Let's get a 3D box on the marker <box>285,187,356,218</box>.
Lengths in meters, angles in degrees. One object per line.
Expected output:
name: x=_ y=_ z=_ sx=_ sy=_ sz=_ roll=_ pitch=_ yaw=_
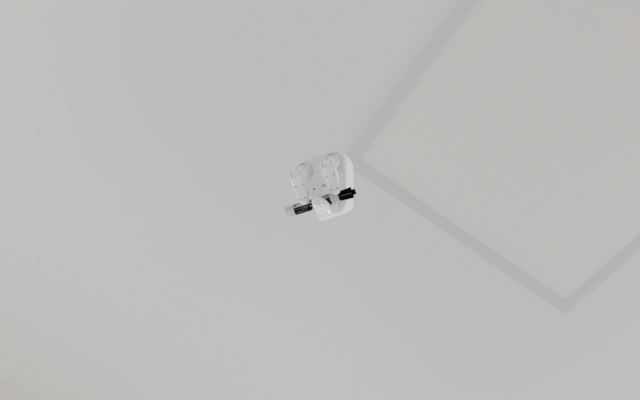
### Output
marker: x=0.000 y=0.003 z=0.784 sx=0.121 sy=0.020 sz=0.020 roll=-17 pitch=-4 yaw=12
